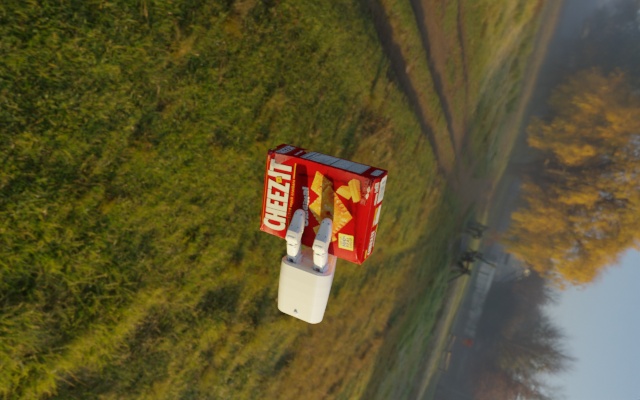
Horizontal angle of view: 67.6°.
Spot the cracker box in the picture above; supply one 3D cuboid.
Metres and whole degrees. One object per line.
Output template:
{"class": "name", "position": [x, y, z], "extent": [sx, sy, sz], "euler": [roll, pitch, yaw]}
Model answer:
{"class": "cracker box", "position": [0.000, 0.003, 0.869], "extent": [0.213, 0.164, 0.072], "euler": [17, 22, 21]}
